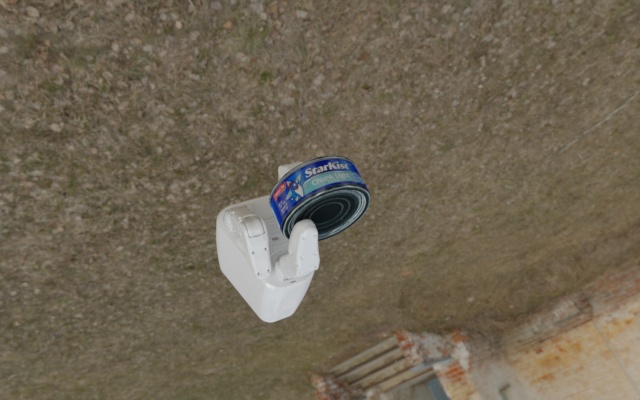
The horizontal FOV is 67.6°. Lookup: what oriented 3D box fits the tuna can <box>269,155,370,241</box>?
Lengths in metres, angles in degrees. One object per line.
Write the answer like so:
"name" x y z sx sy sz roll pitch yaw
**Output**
"tuna can" 0.000 0.002 0.422 0.086 0.033 0.086 -19 -31 -12
